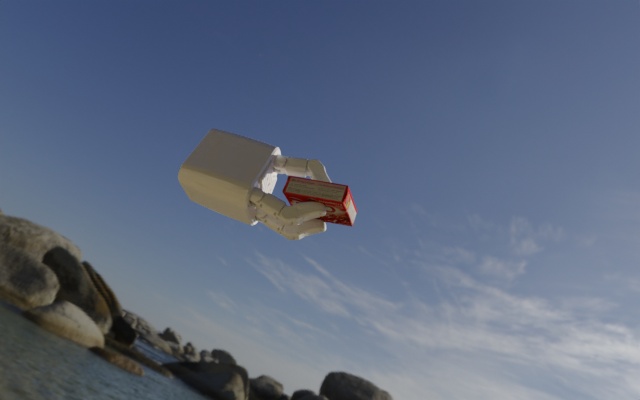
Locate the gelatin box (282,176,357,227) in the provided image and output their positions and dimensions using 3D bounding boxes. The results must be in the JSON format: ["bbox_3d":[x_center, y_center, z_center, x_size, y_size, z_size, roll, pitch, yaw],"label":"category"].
[{"bbox_3d":[0.001,0.002,0.658,0.089,0.030,0.073,10,-25,19],"label":"gelatin box"}]
